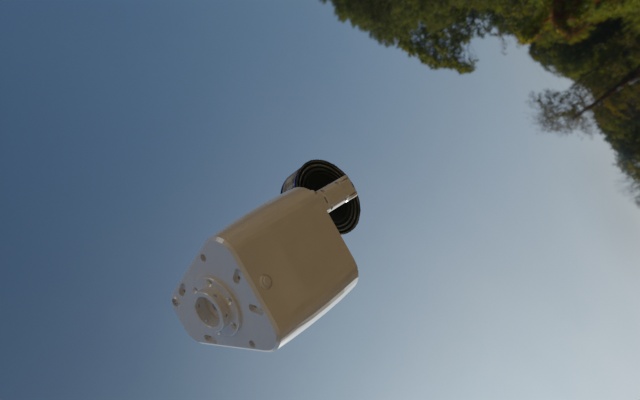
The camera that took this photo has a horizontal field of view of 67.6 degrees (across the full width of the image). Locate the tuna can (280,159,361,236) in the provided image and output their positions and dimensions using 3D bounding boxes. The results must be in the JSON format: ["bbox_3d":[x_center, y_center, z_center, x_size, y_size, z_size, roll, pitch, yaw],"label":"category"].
[{"bbox_3d":[0.000,0.002,0.508,0.086,0.086,0.034,0,-23,-43],"label":"tuna can"}]
